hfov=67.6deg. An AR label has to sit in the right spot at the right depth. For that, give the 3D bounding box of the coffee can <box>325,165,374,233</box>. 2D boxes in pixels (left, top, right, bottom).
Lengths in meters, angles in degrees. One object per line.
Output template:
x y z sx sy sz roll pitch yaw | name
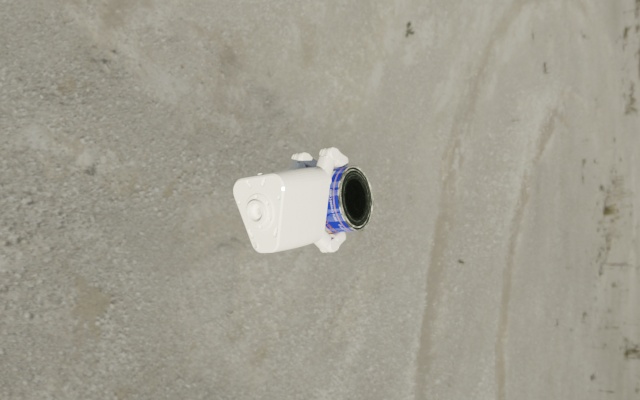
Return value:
0.000 0.003 0.773 0.140 0.103 0.103 -6 -4 35 | coffee can
